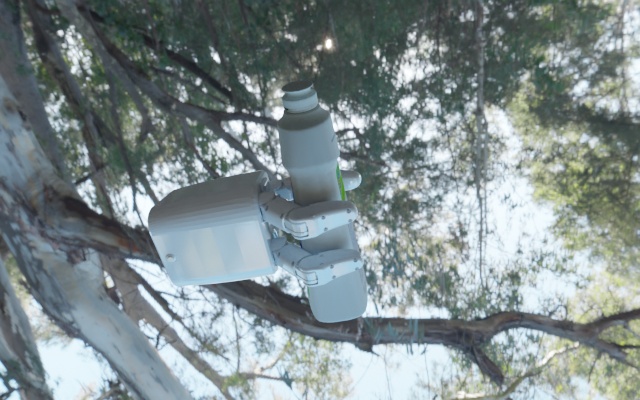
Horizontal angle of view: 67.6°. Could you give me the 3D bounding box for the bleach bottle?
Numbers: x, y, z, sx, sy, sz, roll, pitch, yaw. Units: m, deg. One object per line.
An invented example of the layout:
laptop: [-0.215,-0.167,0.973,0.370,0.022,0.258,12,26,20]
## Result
bleach bottle: [0.000,0.002,0.485,0.068,0.251,0.102,-10,31,2]
